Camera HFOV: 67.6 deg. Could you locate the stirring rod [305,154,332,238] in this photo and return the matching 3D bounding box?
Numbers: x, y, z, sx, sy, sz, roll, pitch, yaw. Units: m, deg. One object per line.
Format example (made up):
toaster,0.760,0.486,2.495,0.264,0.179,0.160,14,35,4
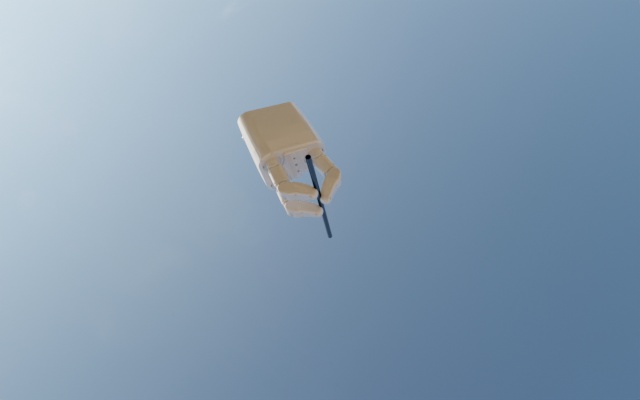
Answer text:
stirring rod,0.000,0.002,0.733,0.011,0.011,0.240,0,-30,9
